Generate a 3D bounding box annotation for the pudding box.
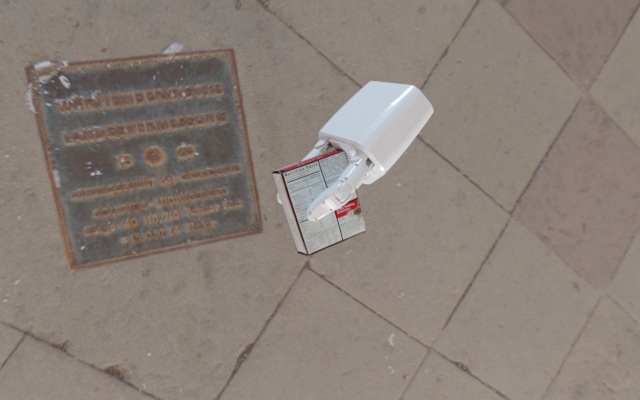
[{"bbox_3d":[0.000,0.002,0.597,0.090,0.113,0.039,-21,10,-19],"label":"pudding box"}]
